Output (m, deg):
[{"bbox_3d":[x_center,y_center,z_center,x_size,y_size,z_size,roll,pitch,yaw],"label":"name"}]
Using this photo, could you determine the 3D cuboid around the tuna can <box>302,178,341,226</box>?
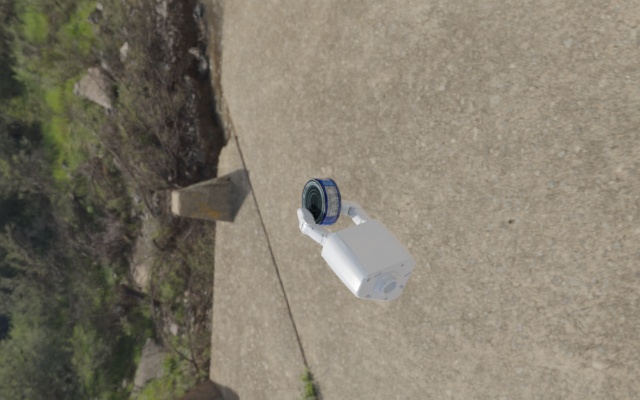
[{"bbox_3d":[0.000,0.003,0.845,0.034,0.086,0.086,-3,1,-31],"label":"tuna can"}]
